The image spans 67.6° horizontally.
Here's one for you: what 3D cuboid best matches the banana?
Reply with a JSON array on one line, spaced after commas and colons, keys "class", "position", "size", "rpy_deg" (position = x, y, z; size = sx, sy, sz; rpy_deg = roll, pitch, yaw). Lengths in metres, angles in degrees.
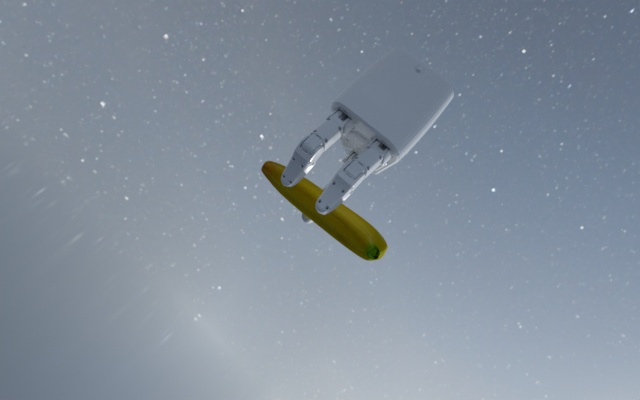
[{"class": "banana", "position": [0.009, 0.013, 0.530], "size": [0.197, 0.037, 0.070], "rpy_deg": [36, -10, 38]}]
